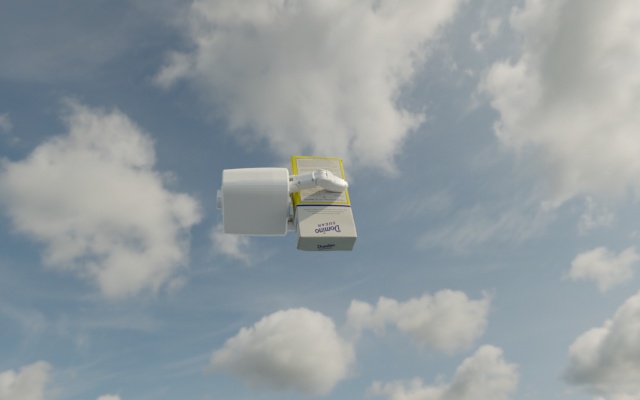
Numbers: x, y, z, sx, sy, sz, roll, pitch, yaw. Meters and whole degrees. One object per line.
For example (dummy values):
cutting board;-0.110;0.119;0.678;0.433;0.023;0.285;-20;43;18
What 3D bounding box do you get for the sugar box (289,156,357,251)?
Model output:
sugar box;0.000;0.003;0.800;0.093;0.176;0.048;1;-38;-11
